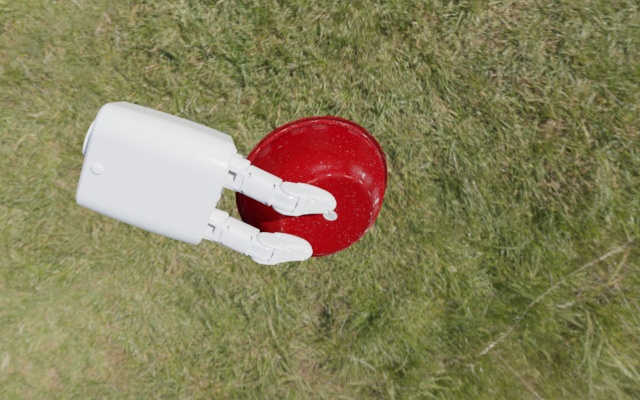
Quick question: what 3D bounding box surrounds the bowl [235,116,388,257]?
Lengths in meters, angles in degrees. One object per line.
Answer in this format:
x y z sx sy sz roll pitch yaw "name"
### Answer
0.001 0.002 0.472 0.162 0.162 0.055 0 32 -18 "bowl"
